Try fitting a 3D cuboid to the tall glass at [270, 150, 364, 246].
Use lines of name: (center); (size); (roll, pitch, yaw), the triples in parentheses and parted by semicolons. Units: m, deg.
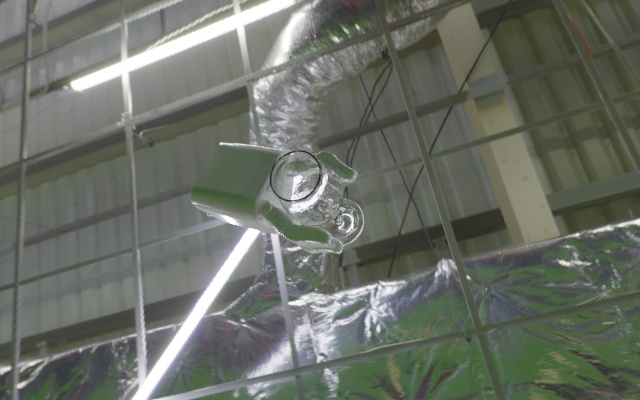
tall glass: (0.000, 0.002, 0.625); (0.079, 0.079, 0.201); (0, -18, 18)
